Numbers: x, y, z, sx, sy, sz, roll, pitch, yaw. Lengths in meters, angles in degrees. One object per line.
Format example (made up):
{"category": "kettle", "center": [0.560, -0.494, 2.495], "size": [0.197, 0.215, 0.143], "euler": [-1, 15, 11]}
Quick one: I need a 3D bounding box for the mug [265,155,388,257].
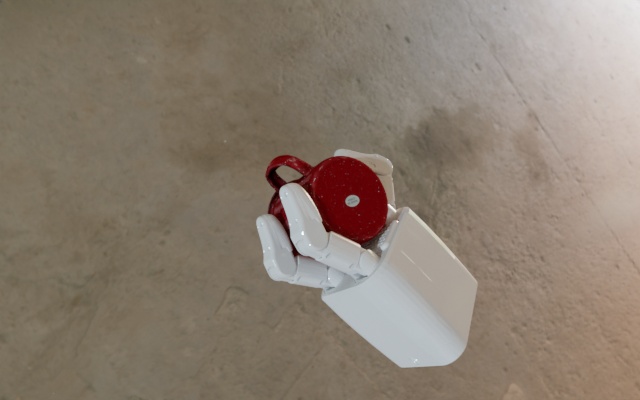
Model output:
{"category": "mug", "center": [-0.001, 0.000, 0.441], "size": [0.093, 0.117, 0.081], "euler": [-52, 10, -33]}
